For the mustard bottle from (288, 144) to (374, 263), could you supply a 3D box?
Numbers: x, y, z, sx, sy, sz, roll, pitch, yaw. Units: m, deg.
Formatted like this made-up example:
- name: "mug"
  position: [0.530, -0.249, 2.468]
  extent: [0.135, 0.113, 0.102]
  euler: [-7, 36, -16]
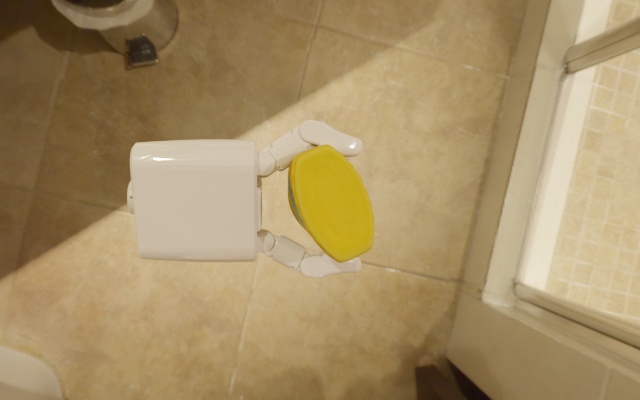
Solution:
- name: "mustard bottle"
  position: [0.000, 0.001, 0.473]
  extent: [0.058, 0.096, 0.191]
  euler: [-25, 4, -6]
